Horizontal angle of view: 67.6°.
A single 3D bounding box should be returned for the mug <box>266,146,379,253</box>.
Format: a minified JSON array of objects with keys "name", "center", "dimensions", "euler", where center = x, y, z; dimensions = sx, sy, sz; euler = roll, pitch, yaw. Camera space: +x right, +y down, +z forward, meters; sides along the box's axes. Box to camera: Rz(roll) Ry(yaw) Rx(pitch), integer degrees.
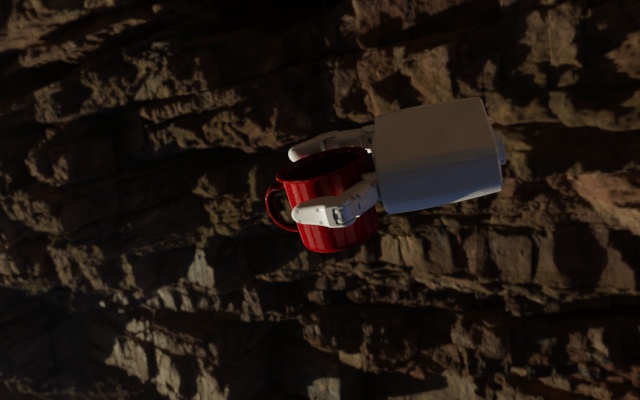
[{"name":"mug","center":[-0.001,0.002,0.486],"dimensions":[0.117,0.081,0.093],"euler":[-11,19,17]}]
